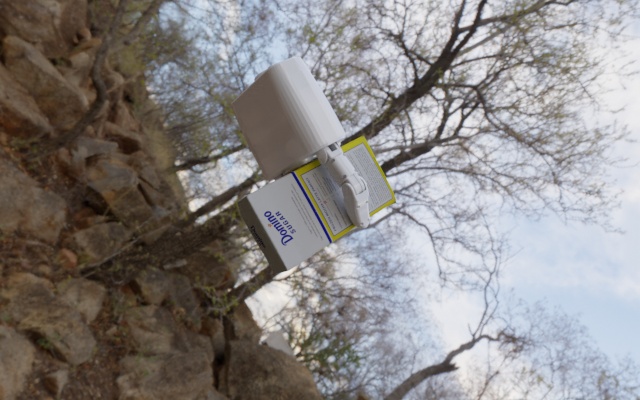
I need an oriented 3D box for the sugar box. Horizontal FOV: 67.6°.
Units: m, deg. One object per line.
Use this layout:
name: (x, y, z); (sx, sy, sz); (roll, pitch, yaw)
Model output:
sugar box: (0.000, 0.002, 0.557); (0.176, 0.093, 0.048); (-29, 2, -28)
